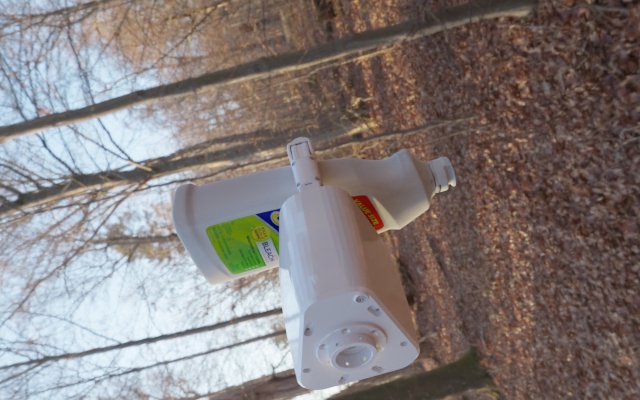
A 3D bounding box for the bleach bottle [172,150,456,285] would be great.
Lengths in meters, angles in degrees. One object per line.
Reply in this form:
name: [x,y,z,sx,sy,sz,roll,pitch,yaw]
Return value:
bleach bottle: [0.000,0.002,0.448,0.251,0.103,0.068,-16,39,2]
